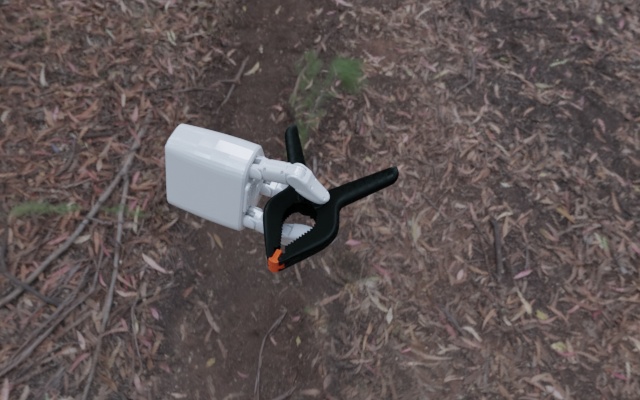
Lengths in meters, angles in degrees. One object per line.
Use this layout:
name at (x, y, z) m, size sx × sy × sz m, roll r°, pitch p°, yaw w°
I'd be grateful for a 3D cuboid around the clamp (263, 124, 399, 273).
clamp at (0.000, 0.002, 0.595) m, size 0.164 × 0.210 × 0.036 m, roll 18°, pitch -33°, yaw 8°
